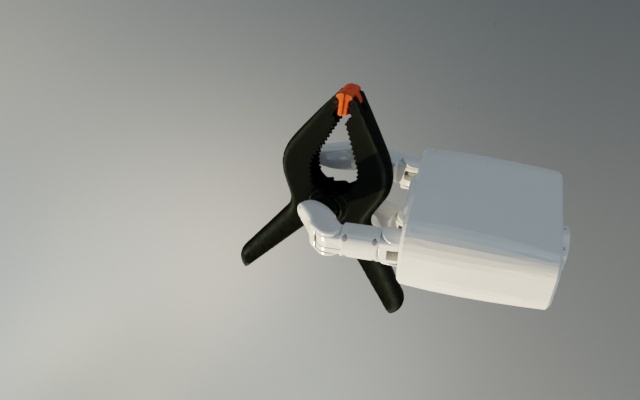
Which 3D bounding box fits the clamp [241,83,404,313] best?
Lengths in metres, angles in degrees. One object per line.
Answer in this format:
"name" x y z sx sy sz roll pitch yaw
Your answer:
"clamp" 0.000 0.001 0.419 0.164 0.210 0.036 9 32 15
